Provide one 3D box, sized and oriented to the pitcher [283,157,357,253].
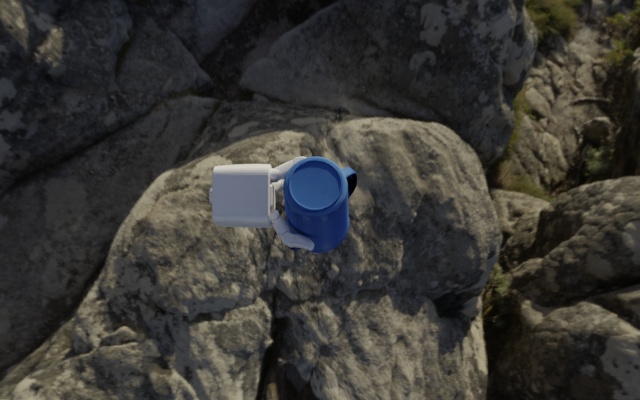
[{"bbox_3d":[0.000,0.003,0.898,0.145,0.149,0.243,1,-18,1],"label":"pitcher"}]
